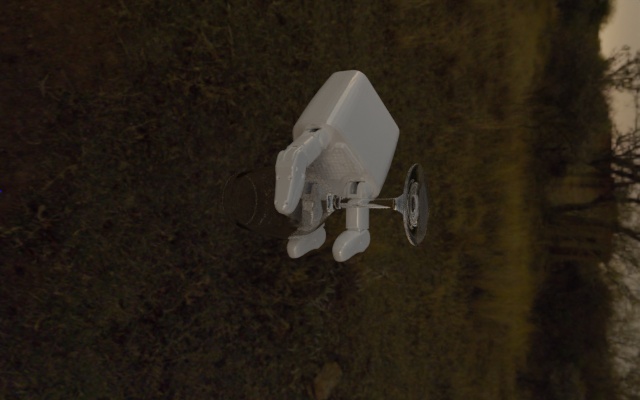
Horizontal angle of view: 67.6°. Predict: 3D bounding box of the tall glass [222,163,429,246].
[{"bbox_3d":[0.001,0.002,0.475,0.201,0.079,0.079,1,0,28],"label":"tall glass"}]
